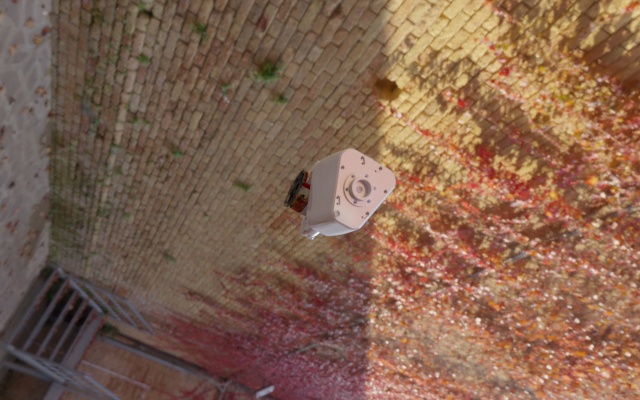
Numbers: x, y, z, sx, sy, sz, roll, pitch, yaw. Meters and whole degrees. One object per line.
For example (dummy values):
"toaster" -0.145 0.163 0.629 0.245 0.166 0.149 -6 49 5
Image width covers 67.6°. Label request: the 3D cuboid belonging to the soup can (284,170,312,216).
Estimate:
"soup can" 0.000 0.003 0.798 0.102 0.068 0.068 28 -7 -14
